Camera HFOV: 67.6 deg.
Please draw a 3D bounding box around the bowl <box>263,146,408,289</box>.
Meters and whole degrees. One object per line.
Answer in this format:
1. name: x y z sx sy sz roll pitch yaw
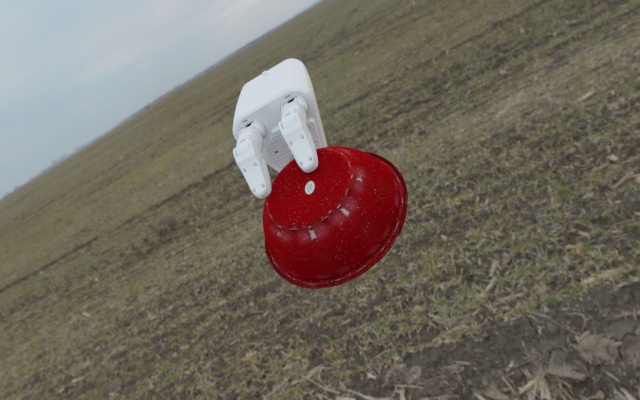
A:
1. bowl: 0.000 0.002 0.467 0.162 0.162 0.055 0 -32 33
